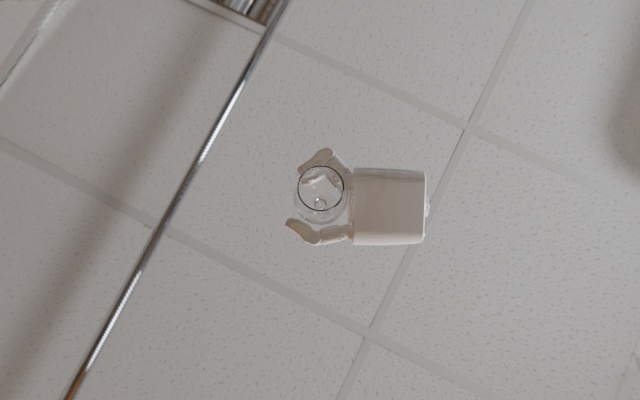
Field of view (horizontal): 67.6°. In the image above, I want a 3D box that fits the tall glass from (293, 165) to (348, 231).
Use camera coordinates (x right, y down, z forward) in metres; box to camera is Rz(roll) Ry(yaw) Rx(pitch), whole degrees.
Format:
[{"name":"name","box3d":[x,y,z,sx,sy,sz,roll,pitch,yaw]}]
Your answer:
[{"name":"tall glass","box3d":[0.000,0.003,0.717,0.079,0.079,0.201,0,-11,0]}]
